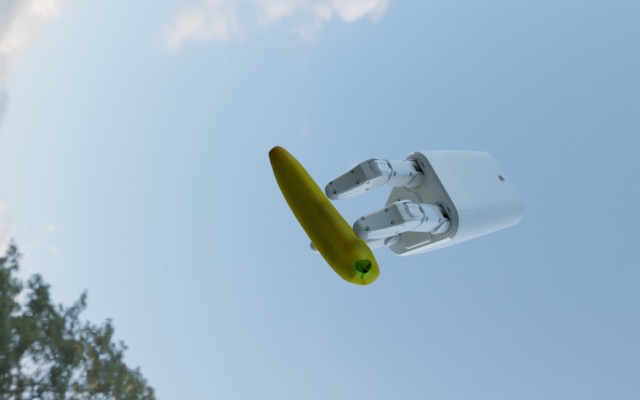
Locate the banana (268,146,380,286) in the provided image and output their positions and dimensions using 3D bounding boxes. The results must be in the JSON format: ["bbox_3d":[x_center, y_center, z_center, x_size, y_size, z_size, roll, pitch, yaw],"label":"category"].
[{"bbox_3d":[0.004,0.017,0.442,0.037,0.070,0.197,-24,42,-15],"label":"banana"}]
